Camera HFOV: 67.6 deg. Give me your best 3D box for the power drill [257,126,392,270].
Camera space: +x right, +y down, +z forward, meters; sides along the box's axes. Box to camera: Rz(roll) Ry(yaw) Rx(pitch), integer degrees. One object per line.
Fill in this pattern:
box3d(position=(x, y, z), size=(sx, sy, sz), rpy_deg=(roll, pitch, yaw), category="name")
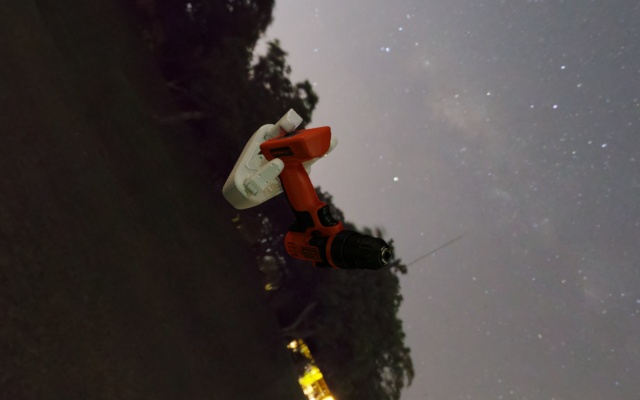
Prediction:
box3d(position=(0.000, 0.002, 0.620), size=(0.057, 0.188, 0.184), rpy_deg=(-28, 20, -39), category="power drill")
